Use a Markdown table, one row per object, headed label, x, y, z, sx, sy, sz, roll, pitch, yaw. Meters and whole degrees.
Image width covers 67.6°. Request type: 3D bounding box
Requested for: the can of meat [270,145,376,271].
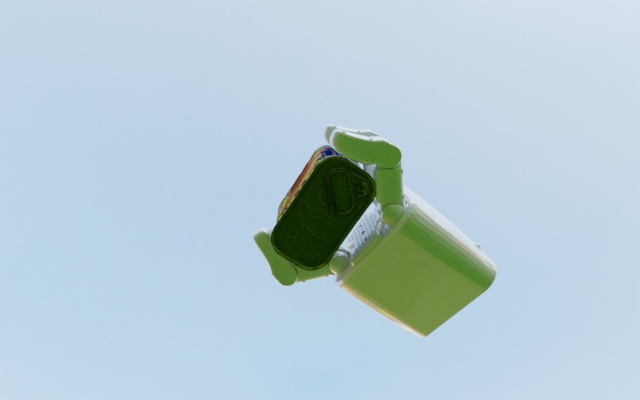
| label | x | y | z | sx | sy | sz | roll | pitch | yaw |
| --- | --- | --- | --- | --- | --- | --- | --- | --- | --- |
| can of meat | 0.000 | 0.001 | 0.442 | 0.057 | 0.102 | 0.084 | 33 | 12 | -11 |
